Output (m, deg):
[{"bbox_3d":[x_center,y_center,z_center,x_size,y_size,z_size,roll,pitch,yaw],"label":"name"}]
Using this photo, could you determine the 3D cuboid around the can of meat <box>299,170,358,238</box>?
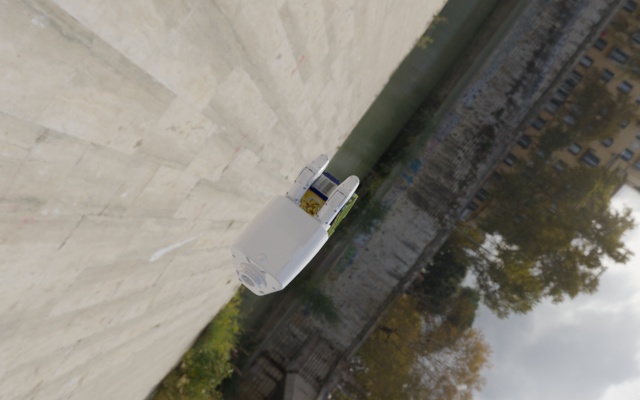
[{"bbox_3d":[0.000,0.003,0.734,0.057,0.084,0.102,-48,-8,-35],"label":"can of meat"}]
